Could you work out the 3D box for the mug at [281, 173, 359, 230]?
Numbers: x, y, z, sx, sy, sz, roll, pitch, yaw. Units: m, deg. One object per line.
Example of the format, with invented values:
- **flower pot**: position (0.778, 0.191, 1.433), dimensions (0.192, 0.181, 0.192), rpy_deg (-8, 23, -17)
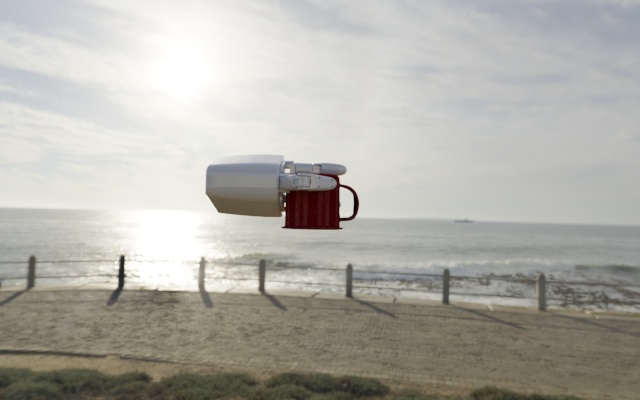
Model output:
- **mug**: position (0.002, 0.002, 0.719), dimensions (0.117, 0.081, 0.093), rpy_deg (1, -2, 0)
